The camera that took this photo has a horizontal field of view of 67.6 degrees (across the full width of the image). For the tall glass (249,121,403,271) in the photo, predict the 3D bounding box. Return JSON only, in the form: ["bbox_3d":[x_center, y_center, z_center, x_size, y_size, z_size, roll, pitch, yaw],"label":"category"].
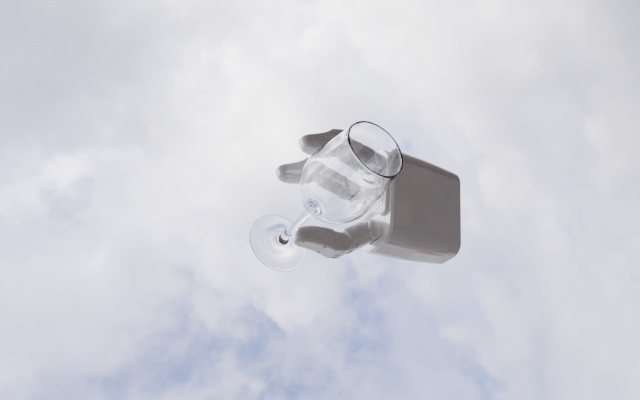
[{"bbox_3d":[0.000,0.002,0.498,0.079,0.079,0.201,0,-29,-35],"label":"tall glass"}]
